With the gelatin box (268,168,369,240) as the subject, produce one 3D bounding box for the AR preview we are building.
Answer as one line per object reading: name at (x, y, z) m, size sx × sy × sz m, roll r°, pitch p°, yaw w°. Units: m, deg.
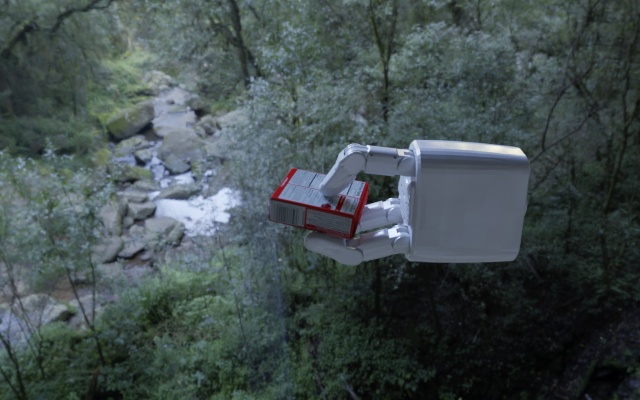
gelatin box at (0.000, 0.001, 0.491) m, size 0.089 × 0.030 × 0.073 m, roll 12°, pitch 31°, yaw 9°
